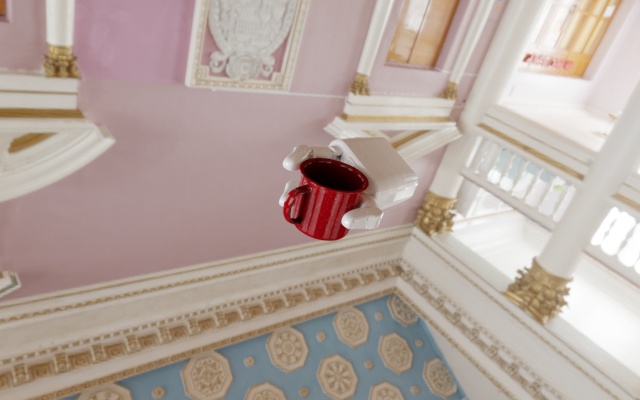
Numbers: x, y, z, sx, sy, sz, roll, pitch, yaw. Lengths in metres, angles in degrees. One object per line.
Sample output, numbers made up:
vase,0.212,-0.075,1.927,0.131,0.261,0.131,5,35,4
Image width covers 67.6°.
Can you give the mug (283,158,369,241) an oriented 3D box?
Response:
mug,-0.001,0.003,0.629,0.117,0.081,0.093,-14,40,-42
